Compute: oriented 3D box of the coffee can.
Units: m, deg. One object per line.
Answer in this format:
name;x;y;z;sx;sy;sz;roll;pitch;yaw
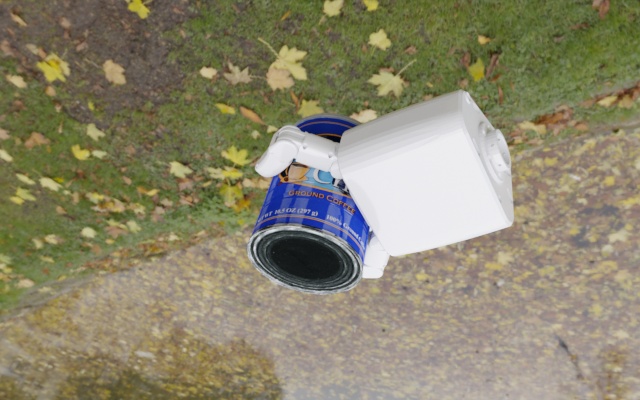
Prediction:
coffee can;0.000;0.001;0.451;0.103;0.140;0.103;9;-39;7
